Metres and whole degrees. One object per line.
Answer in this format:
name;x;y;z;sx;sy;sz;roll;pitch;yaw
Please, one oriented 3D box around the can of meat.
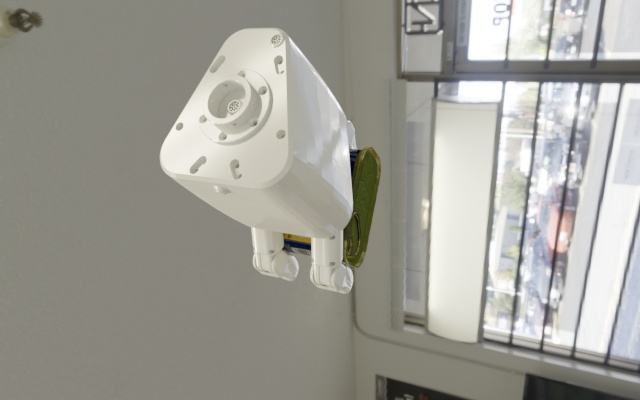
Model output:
can of meat;0.000;0.001;0.423;0.084;0.102;0.057;8;-11;23
